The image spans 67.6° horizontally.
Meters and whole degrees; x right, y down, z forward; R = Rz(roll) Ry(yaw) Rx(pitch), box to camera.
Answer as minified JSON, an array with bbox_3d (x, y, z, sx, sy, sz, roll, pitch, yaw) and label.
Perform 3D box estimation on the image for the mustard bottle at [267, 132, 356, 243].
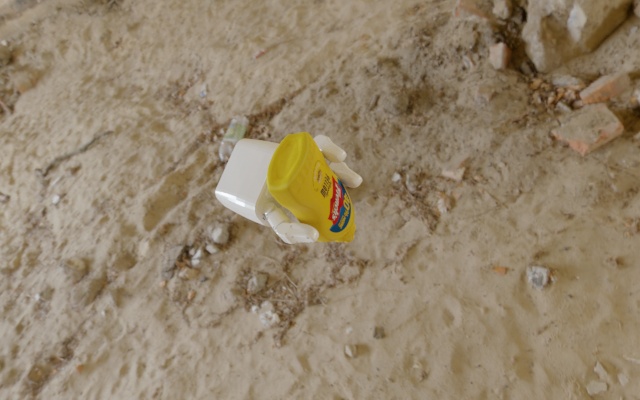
[{"bbox_3d":[0.000,0.002,0.659,0.058,0.096,0.192,-6,-39,28],"label":"mustard bottle"}]
